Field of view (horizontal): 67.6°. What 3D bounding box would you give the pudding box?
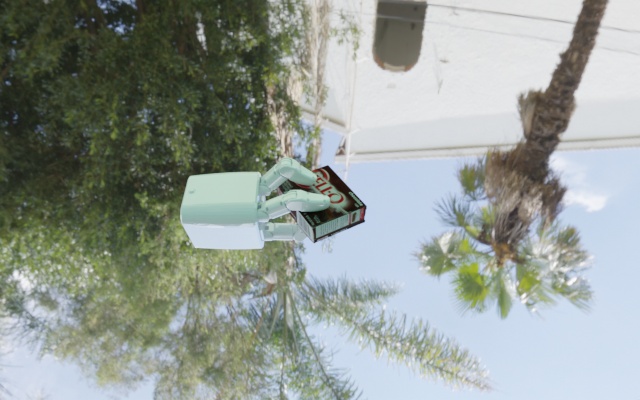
[{"bbox_3d":[0.000,0.002,0.701,0.090,0.039,0.113,-22,48,-21],"label":"pudding box"}]
